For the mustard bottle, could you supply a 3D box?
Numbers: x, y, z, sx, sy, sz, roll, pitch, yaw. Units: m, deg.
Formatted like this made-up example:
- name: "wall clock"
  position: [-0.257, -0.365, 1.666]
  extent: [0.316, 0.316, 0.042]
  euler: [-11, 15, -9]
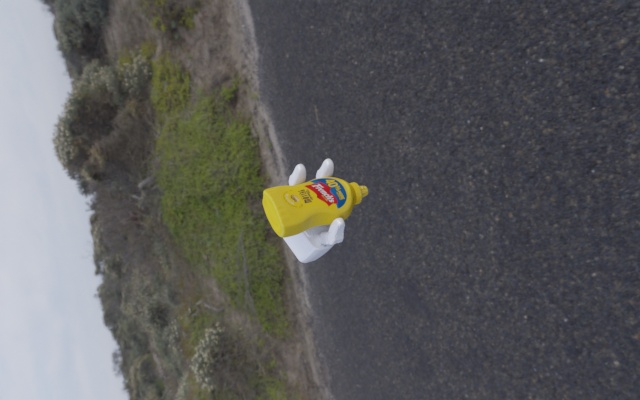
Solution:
- name: "mustard bottle"
  position: [0.000, 0.003, 0.858]
  extent: [0.191, 0.058, 0.096]
  euler: [-13, 48, -24]
